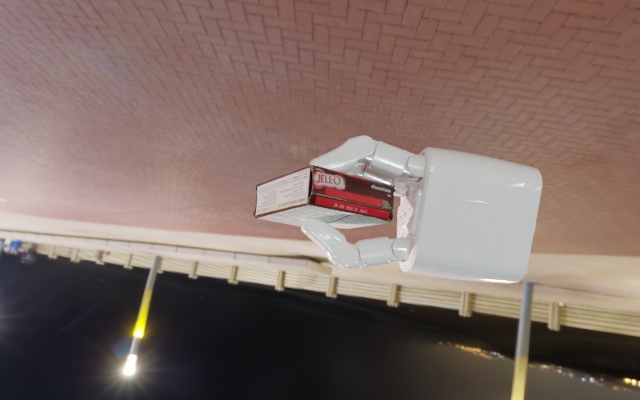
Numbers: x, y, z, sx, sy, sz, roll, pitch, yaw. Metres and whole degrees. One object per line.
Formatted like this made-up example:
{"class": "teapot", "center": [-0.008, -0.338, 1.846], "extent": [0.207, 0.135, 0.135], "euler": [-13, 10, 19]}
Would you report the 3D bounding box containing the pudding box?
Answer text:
{"class": "pudding box", "center": [0.000, 0.002, 0.448], "extent": [0.090, 0.039, 0.113], "euler": [14, -16, -30]}
